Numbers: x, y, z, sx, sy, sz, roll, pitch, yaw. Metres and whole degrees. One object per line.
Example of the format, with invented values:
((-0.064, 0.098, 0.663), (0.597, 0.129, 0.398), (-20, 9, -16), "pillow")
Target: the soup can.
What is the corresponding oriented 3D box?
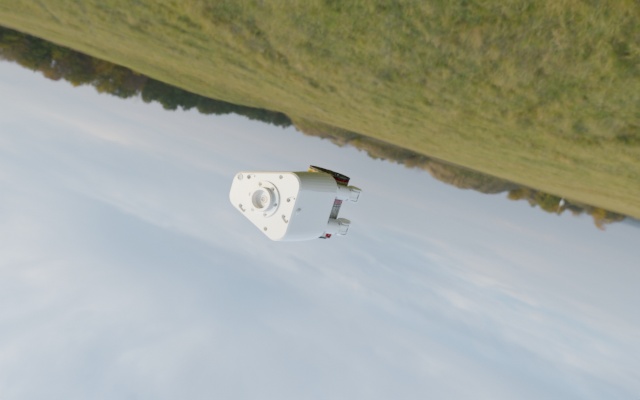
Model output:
((0.000, 0.003, 0.759), (0.068, 0.102, 0.068), (17, 8, -3), "soup can")
